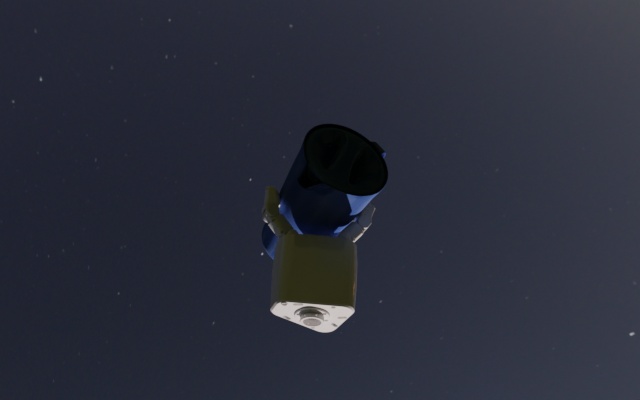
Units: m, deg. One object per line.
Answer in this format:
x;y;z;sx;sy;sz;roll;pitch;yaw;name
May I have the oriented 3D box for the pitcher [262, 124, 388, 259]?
0.000;0.003;0.762;0.149;0.145;0.243;16;-41;-17;pitcher
